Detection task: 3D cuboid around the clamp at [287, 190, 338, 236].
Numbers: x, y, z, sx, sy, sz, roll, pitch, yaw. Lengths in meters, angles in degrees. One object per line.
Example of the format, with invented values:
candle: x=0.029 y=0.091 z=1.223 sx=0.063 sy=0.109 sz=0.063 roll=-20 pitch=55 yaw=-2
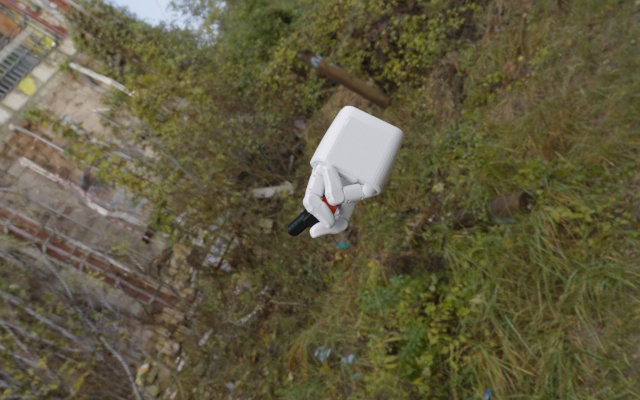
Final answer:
clamp: x=0.000 y=0.002 z=0.811 sx=0.039 sy=0.120 sz=0.171 roll=32 pitch=-18 yaw=-13
